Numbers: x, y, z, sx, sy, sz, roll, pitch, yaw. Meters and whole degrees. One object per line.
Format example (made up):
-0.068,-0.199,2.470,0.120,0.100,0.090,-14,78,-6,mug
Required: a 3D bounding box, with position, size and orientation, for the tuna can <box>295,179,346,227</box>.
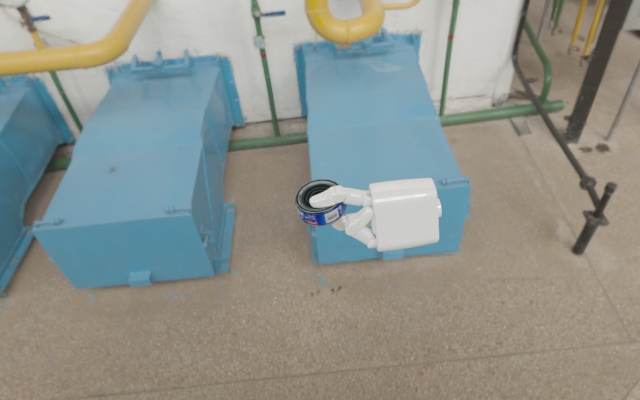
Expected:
0.000,0.002,0.824,0.086,0.034,0.086,-7,44,7,tuna can
